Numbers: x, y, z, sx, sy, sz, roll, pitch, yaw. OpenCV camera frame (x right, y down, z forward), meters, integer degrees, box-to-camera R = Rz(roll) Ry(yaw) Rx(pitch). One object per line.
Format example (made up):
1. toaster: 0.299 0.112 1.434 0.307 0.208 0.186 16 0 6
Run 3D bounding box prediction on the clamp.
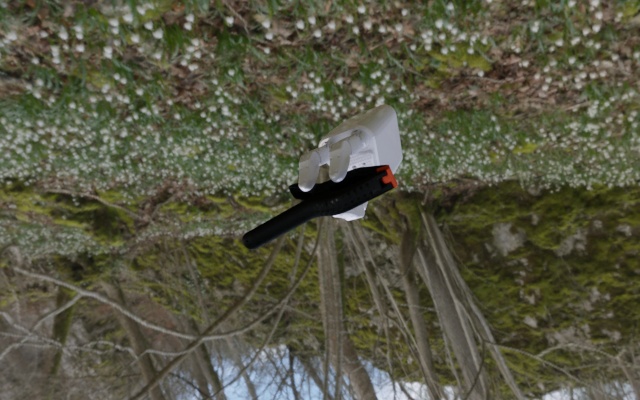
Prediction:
1. clamp: 0.001 0.003 0.637 0.210 0.036 0.164 -15 22 37
